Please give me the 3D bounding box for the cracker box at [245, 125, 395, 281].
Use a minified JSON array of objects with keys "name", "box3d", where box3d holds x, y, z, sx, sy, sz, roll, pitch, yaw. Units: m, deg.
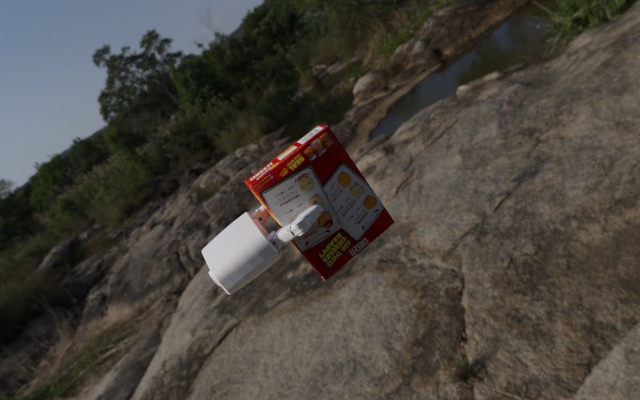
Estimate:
[{"name":"cracker box","box3d":[0.000,0.003,0.825,0.164,0.214,0.072,-39,19,-7]}]
